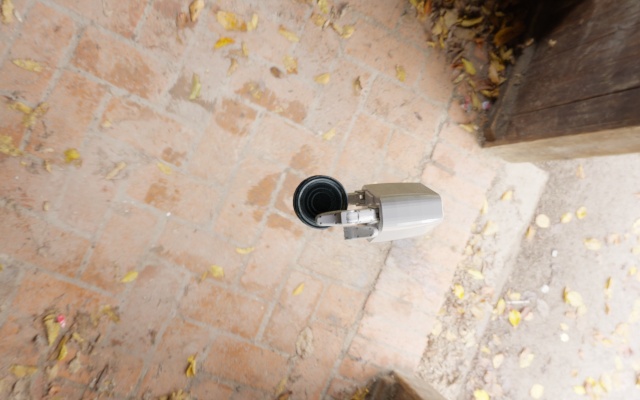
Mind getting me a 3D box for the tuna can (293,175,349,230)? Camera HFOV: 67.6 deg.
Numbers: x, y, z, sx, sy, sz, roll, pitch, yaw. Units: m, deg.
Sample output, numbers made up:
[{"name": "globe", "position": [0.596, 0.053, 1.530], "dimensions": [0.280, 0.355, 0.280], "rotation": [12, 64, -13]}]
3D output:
[{"name": "tuna can", "position": [0.000, 0.002, 0.748], "dimensions": [0.086, 0.086, 0.034], "rotation": [0, 2, -8]}]
